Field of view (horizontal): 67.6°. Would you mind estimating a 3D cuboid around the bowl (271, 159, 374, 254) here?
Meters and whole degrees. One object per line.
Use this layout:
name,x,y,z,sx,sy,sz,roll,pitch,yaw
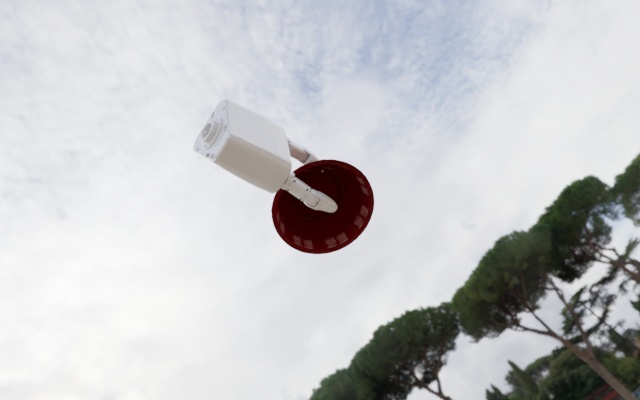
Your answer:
bowl,0.001,0.003,0.753,0.162,0.162,0.055,0,25,-13
